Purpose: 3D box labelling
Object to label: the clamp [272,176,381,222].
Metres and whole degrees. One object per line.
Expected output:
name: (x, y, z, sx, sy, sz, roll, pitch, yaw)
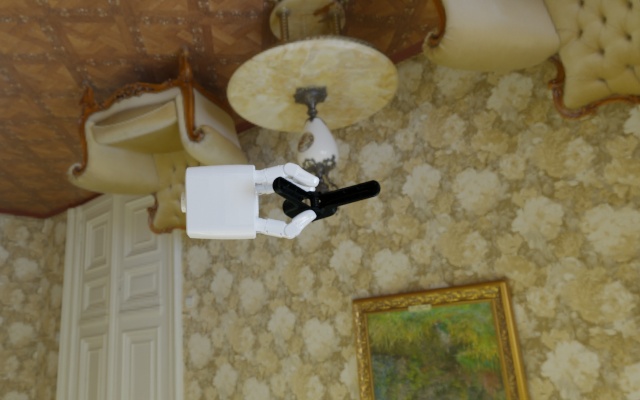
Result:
clamp: (0.000, 0.004, 0.789, 0.164, 0.036, 0.210, 1, -16, -7)
